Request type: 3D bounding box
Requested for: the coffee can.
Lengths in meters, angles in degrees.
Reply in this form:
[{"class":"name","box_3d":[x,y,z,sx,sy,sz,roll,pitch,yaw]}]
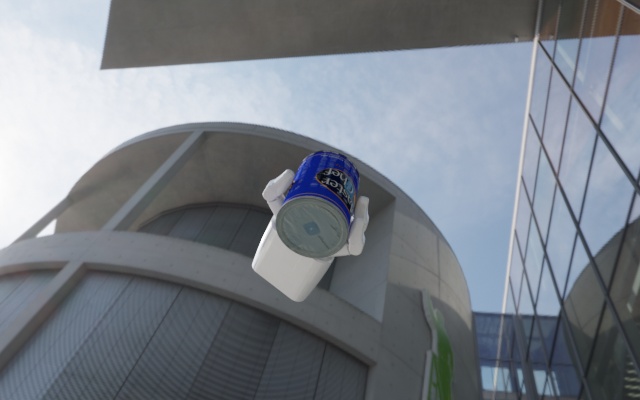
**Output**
[{"class":"coffee can","box_3d":[0.000,0.002,0.711,0.103,0.103,0.140,0,33,13]}]
